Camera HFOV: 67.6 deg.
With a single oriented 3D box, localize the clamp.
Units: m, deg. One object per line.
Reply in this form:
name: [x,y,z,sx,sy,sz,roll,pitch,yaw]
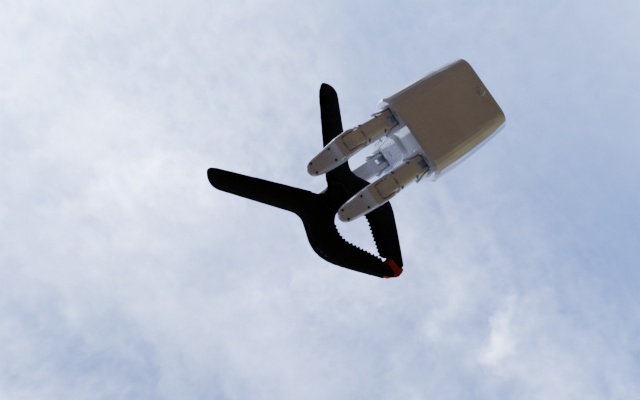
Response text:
clamp: [0.000,0.002,0.484,0.164,0.210,0.036,-33,-3,-15]
